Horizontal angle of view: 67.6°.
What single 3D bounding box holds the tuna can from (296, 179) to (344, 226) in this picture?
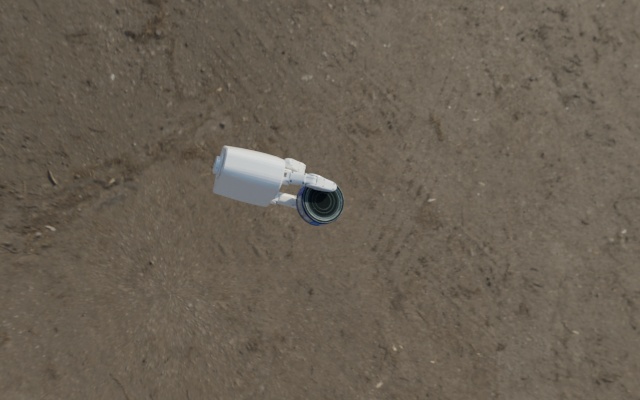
[{"bbox_3d":[0.000,0.003,0.882,0.086,0.086,0.034,0,-9,-23],"label":"tuna can"}]
